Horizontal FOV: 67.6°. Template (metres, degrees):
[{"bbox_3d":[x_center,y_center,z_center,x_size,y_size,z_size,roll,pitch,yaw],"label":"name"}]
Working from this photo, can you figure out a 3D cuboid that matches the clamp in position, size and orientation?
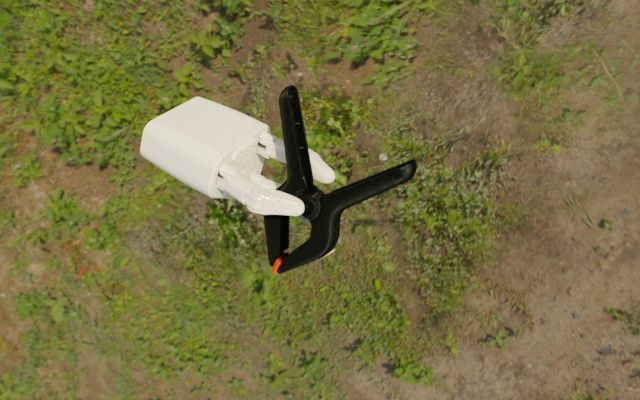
[{"bbox_3d":[-0.001,0.002,0.524,0.164,0.210,0.036,28,25,18],"label":"clamp"}]
